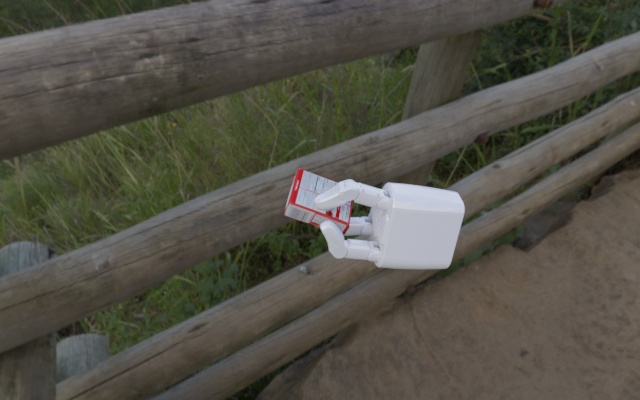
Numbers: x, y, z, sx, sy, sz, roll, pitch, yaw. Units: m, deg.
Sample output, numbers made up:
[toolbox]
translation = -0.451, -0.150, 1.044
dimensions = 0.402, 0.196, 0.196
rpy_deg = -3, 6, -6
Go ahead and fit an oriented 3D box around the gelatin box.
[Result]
[gelatin box]
translation = 0.000, 0.002, 0.664
dimensions = 0.089, 0.073, 0.030
rpy_deg = 20, -46, -8
